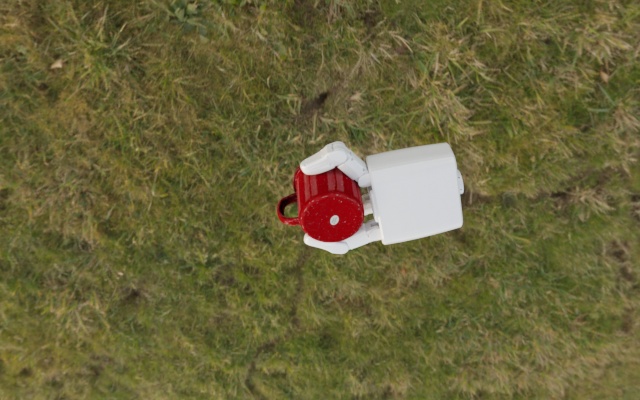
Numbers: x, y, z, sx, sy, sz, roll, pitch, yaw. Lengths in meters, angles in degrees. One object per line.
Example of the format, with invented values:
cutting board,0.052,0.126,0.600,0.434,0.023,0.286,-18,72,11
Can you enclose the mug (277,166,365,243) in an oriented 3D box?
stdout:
mug,-0.001,0.002,0.614,0.117,0.093,0.081,-13,38,5
